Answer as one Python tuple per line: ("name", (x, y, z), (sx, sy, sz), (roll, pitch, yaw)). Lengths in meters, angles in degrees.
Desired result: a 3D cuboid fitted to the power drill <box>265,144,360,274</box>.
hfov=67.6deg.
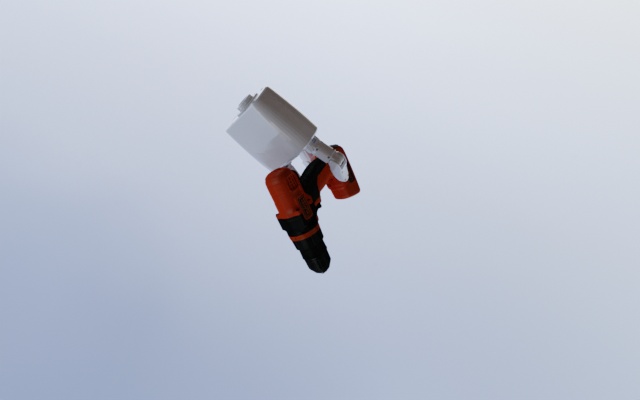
("power drill", (0.000, 0.002, 0.795), (0.057, 0.184, 0.187), (-10, 23, 34))
